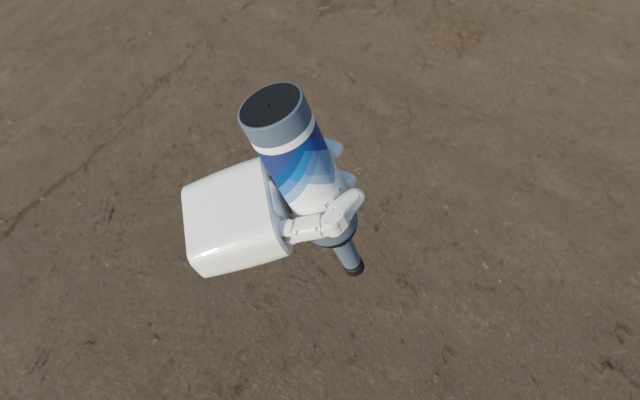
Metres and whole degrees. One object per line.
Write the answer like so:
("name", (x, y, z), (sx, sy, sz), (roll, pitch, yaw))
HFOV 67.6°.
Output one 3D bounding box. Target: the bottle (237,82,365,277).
("bottle", (0.000, 0.002, 0.549), (0.069, 0.069, 0.296), (0, -38, 24))
